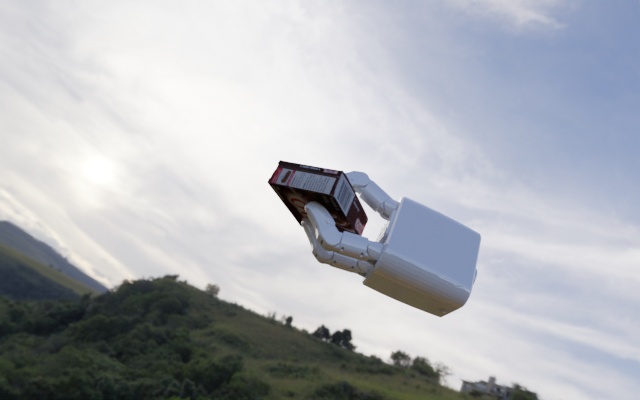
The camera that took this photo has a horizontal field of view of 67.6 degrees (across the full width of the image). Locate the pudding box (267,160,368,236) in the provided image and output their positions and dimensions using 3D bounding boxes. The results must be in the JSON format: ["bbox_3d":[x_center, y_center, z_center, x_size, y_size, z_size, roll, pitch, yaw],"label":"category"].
[{"bbox_3d":[0.000,0.002,0.581,0.090,0.039,0.114,11,-28,28],"label":"pudding box"}]
